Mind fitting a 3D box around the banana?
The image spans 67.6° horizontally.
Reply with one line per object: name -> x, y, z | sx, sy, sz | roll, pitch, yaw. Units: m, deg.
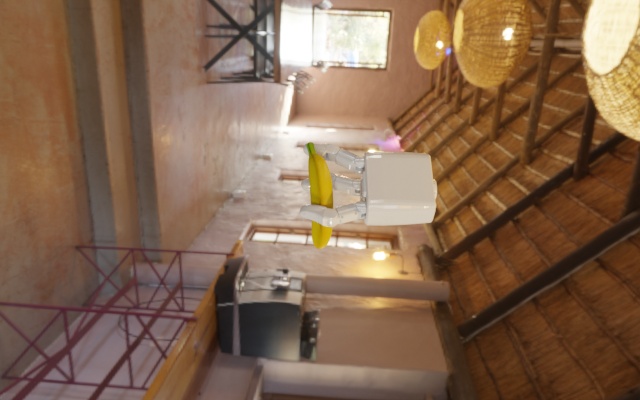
banana -> 0.001, 0.008, 0.779 | 0.037, 0.198, 0.069 | -4, 27, -3
